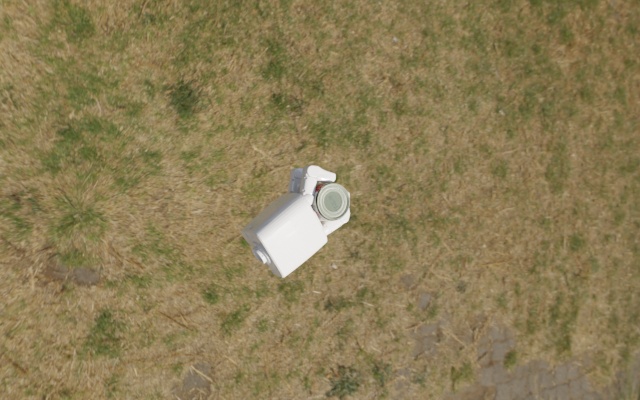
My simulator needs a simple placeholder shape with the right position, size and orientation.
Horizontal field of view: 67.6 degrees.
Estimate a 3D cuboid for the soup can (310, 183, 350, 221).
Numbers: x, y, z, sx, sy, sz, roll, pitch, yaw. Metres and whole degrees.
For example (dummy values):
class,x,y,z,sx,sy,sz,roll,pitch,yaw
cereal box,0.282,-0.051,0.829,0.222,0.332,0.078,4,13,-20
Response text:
class,x,y,z,sx,sy,sz,roll,pitch,yaw
soup can,0.001,0.003,0.867,0.068,0.068,0.102,0,-1,-27
